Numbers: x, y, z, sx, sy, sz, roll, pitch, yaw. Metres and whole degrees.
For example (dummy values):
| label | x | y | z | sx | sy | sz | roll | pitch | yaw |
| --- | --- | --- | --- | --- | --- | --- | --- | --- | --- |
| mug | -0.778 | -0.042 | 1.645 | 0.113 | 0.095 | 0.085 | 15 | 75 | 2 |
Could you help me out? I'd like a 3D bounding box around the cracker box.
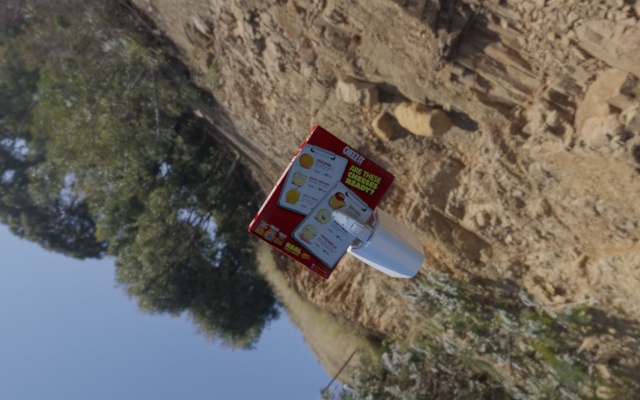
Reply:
| label | x | y | z | sx | sy | sz | roll | pitch | yaw |
| --- | --- | --- | --- | --- | --- | --- | --- | --- | --- |
| cracker box | 0.000 | 0.003 | 0.832 | 0.164 | 0.214 | 0.072 | 33 | 2 | -10 |
